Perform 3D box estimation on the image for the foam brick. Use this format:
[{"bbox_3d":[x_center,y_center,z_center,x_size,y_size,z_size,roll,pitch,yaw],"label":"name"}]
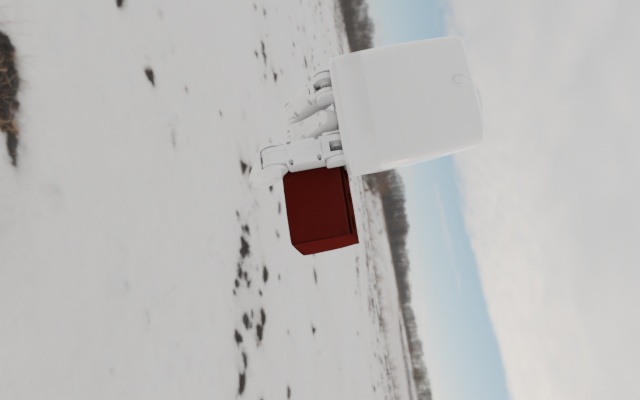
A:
[{"bbox_3d":[0.000,0.002,0.404,0.051,0.078,0.053,-10,-15,7],"label":"foam brick"}]
